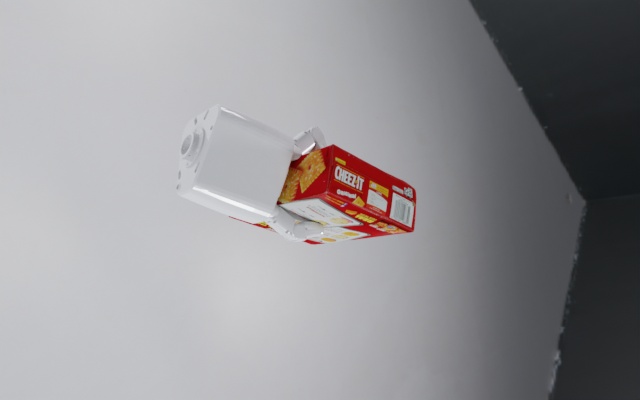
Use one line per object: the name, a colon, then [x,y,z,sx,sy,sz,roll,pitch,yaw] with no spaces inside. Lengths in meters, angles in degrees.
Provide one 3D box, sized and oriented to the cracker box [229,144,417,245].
cracker box: [0.000,0.002,0.668,0.164,0.072,0.214,23,-23,-37]
